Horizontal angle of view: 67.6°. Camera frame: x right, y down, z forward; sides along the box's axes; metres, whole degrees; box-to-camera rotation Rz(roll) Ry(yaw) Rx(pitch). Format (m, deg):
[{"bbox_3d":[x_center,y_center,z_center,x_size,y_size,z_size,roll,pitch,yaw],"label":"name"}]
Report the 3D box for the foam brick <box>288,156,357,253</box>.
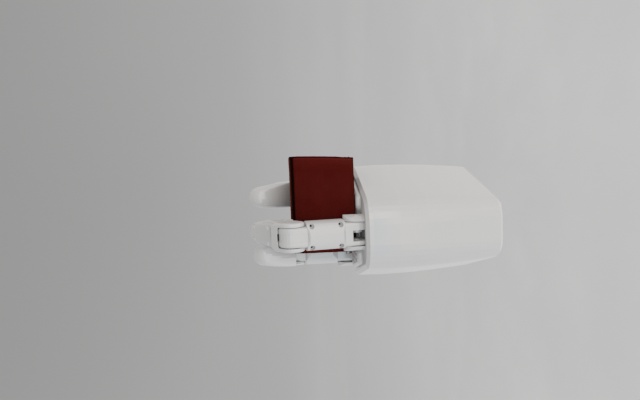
[{"bbox_3d":[0.000,0.001,0.400,0.051,0.078,0.053,-3,5,-4],"label":"foam brick"}]
